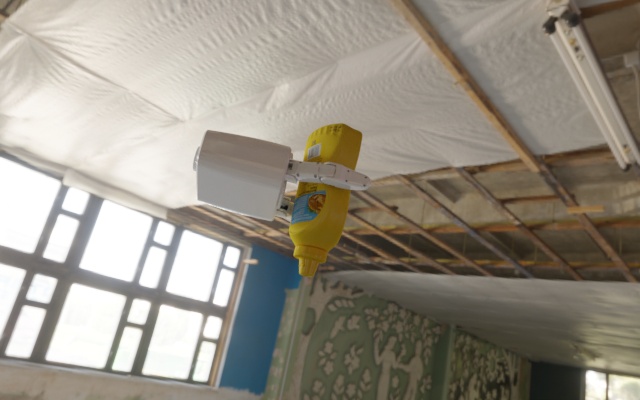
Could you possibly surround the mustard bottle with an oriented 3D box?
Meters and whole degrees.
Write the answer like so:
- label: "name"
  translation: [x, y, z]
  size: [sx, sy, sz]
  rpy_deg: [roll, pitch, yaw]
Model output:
- label: "mustard bottle"
  translation: [0.000, 0.002, 0.611]
  size: [0.058, 0.191, 0.096]
  rpy_deg: [22, -20, -29]
